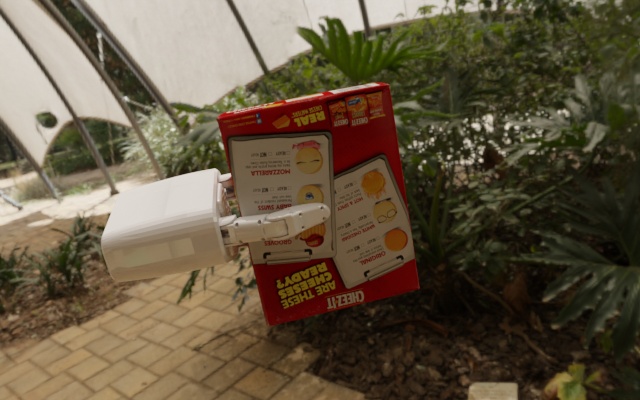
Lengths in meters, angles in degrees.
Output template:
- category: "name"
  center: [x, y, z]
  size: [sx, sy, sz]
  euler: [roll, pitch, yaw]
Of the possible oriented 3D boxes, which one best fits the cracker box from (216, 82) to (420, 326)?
- category: "cracker box"
  center: [0.000, 0.001, 0.489]
  size: [0.164, 0.214, 0.072]
  euler: [-13, 15, -5]
